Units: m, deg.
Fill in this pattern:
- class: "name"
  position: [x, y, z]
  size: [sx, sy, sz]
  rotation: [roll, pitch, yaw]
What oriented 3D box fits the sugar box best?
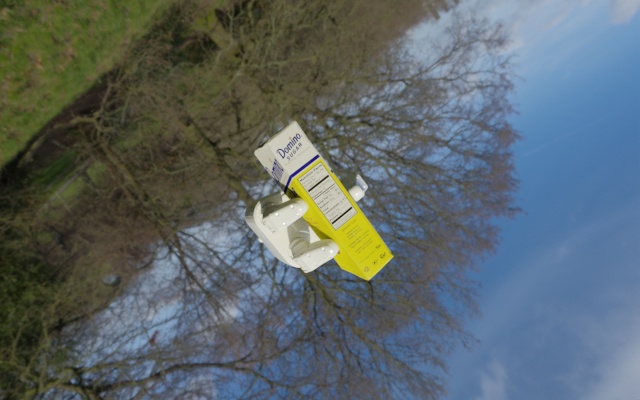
- class: "sugar box"
  position: [0.000, 0.002, 0.521]
  size: [0.048, 0.176, 0.093]
  rotation: [-41, 10, -12]
